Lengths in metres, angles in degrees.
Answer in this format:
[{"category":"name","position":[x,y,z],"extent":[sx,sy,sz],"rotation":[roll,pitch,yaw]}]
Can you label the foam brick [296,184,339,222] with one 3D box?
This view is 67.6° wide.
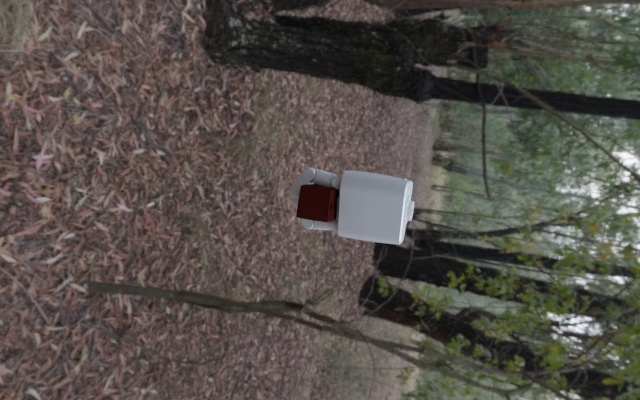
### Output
[{"category":"foam brick","position":[0.000,0.003,0.774],"extent":[0.051,0.053,0.078],"rotation":[10,7,16]}]
